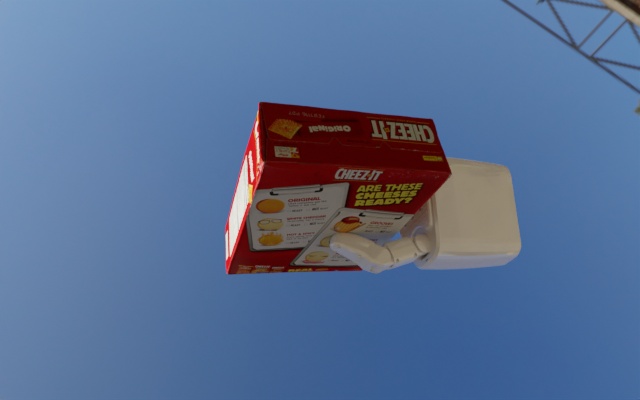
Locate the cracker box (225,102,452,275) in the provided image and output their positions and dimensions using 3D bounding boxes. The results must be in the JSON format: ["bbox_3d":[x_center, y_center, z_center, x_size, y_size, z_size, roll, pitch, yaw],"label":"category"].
[{"bbox_3d":[0.000,0.002,0.476,0.164,0.072,0.214,2,-32,-19],"label":"cracker box"}]
